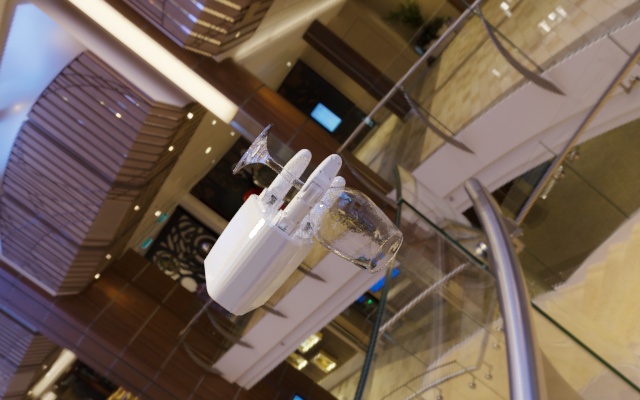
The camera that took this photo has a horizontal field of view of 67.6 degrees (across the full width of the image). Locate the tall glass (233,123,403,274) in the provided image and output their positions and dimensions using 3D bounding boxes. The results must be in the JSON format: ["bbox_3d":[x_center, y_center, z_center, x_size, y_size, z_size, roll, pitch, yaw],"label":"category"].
[{"bbox_3d":[0.000,0.001,0.556,0.201,0.079,0.079,38,-5,-6],"label":"tall glass"}]
